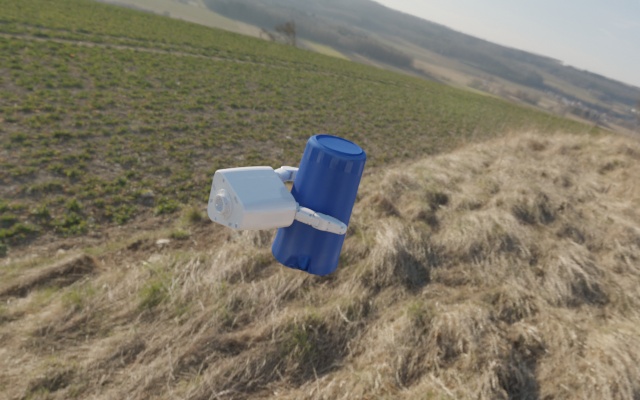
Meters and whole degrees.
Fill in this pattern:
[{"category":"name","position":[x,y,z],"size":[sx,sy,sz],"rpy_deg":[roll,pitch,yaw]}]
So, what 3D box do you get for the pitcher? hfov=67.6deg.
[{"category":"pitcher","position":[0.000,0.003,0.895],"size":[0.145,0.243,0.149],"rpy_deg":[-4,31,-41]}]
